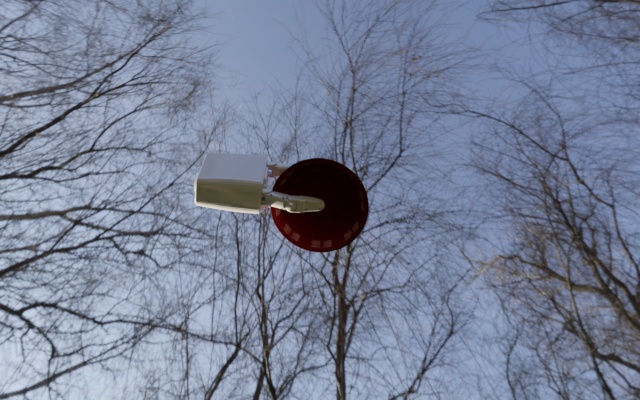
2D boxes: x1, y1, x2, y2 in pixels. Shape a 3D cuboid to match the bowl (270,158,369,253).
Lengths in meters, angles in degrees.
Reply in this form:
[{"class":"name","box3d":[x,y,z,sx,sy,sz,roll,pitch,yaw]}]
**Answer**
[{"class":"bowl","box3d":[0.001,0.003,0.797,0.162,0.162,0.055,0,18,6]}]
